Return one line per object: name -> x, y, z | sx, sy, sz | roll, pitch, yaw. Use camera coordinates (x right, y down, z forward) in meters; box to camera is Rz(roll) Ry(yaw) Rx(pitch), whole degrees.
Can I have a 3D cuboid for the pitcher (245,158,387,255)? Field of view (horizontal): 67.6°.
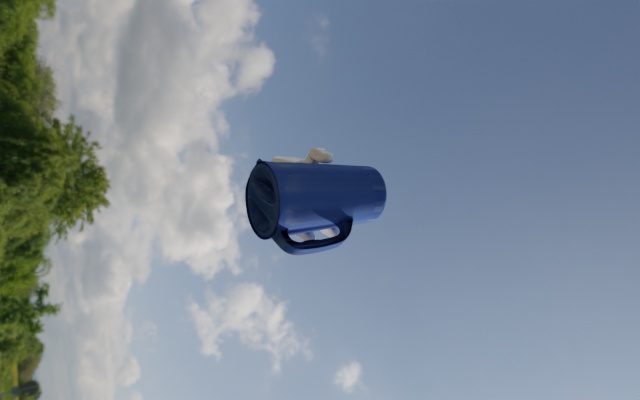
pitcher -> 0.000, 0.003, 0.856 | 0.243, 0.149, 0.145 | -3, 12, -32
